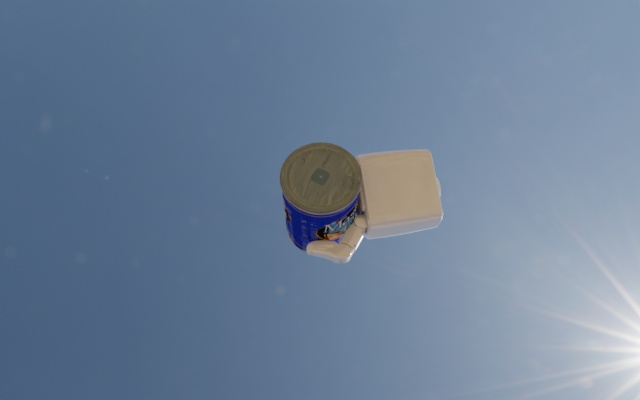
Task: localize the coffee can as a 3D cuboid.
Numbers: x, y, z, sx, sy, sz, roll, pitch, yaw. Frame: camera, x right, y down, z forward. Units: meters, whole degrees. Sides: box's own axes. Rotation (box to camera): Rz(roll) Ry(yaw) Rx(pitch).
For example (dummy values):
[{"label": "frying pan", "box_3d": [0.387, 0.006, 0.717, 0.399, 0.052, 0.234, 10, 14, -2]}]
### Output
[{"label": "coffee can", "box_3d": [0.000, 0.002, 0.654, 0.103, 0.102, 0.140, 0, -28, 0]}]
